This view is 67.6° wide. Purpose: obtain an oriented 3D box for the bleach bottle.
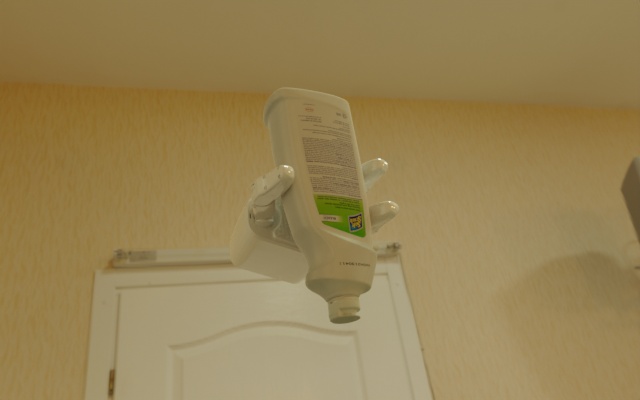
[{"bbox_3d":[0.000,0.002,0.503,0.102,0.250,0.068,4,-30,-23],"label":"bleach bottle"}]
